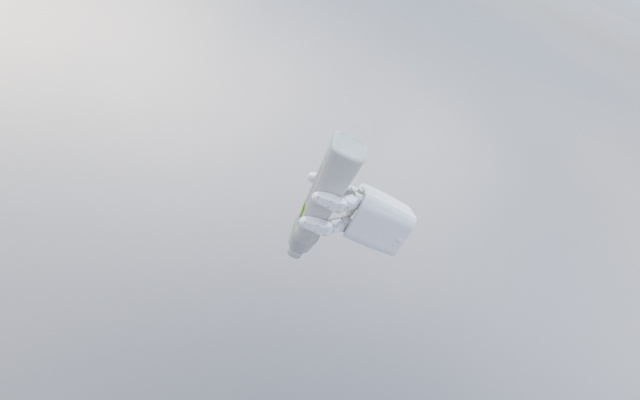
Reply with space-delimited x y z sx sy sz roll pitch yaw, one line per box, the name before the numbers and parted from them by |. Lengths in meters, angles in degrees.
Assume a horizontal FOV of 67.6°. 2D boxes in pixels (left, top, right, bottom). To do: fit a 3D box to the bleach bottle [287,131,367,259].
bleach bottle | 0.000 0.003 0.874 0.068 0.251 0.102 25 30 -4
